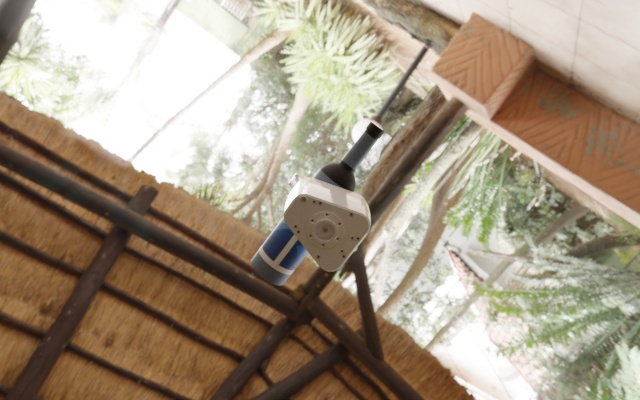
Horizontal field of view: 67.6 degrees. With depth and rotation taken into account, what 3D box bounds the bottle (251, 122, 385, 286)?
[{"bbox_3d":[0.000,0.003,0.756,0.069,0.296,0.069,36,11,-8],"label":"bottle"}]
